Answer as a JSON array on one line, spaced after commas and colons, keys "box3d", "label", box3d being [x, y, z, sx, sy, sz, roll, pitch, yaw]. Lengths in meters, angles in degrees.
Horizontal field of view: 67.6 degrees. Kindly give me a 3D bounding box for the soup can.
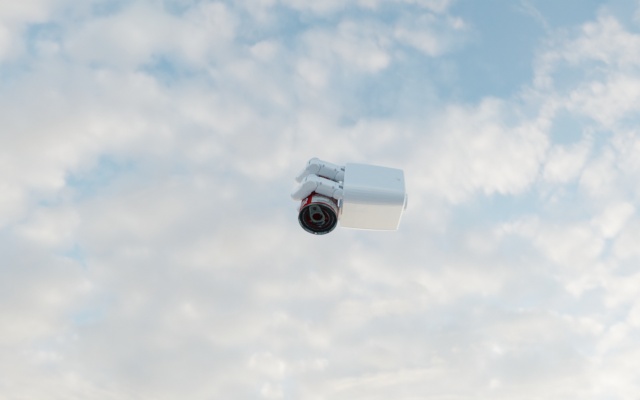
[{"box3d": [0.000, 0.003, 0.846, 0.068, 0.069, 0.102, 0, 37, 7], "label": "soup can"}]
